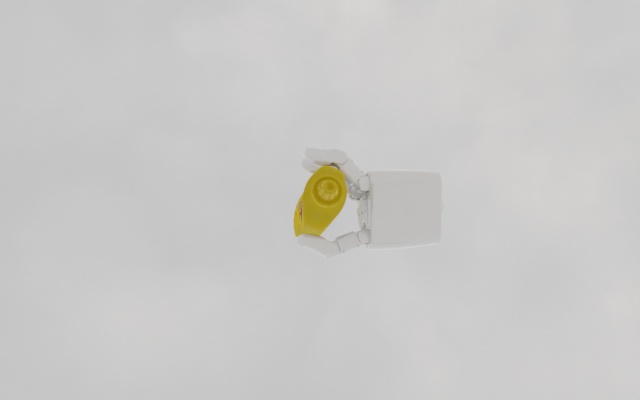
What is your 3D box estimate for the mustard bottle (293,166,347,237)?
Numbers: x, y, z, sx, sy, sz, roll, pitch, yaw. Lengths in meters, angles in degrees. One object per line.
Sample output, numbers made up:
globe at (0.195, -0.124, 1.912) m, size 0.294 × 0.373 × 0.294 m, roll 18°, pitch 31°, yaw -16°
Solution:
mustard bottle at (0.000, 0.002, 0.682) m, size 0.058 × 0.096 × 0.192 m, roll 21°, pitch -13°, yaw -3°
